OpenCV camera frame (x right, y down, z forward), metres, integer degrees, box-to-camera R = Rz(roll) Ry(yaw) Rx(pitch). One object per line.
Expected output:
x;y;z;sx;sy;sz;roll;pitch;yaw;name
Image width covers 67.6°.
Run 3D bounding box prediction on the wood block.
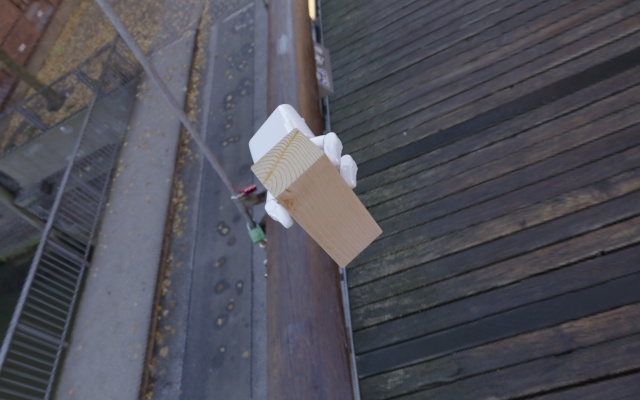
0.000;0.002;0.723;0.090;0.091;0.206;46;-2;46;wood block
